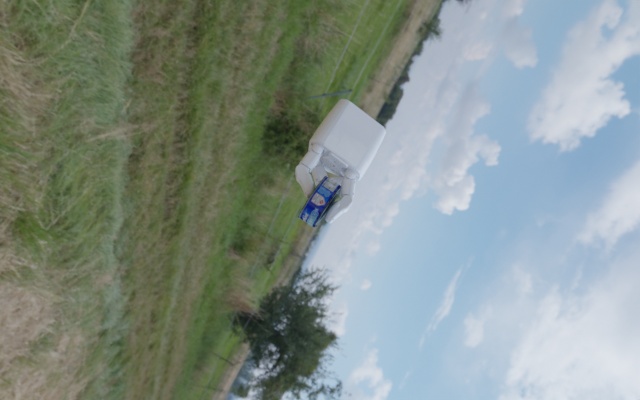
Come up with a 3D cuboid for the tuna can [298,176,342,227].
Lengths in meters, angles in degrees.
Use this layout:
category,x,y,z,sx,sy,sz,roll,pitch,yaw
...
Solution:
category,x,y,z,sx,sy,sz,roll,pitch,yaw
tuna can,0.001,0.003,0.807,0.034,0.086,0.086,34,3,5
